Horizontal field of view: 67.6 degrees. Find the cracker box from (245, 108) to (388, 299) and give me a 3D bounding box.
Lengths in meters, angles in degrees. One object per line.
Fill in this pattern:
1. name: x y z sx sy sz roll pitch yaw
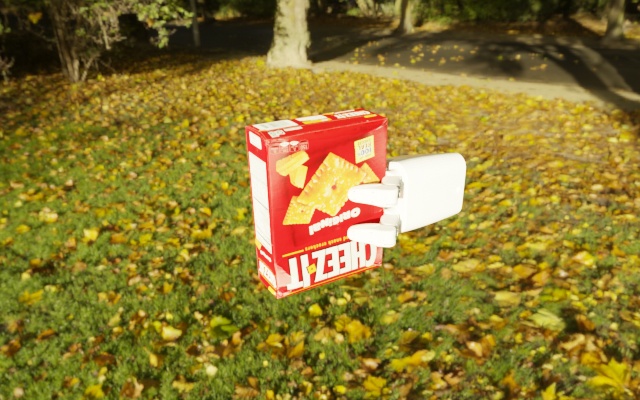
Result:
1. cracker box: 0.000 0.002 0.611 0.164 0.214 0.072 -13 26 -25
